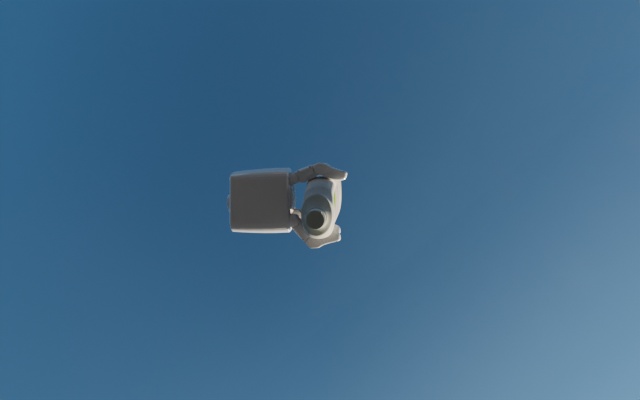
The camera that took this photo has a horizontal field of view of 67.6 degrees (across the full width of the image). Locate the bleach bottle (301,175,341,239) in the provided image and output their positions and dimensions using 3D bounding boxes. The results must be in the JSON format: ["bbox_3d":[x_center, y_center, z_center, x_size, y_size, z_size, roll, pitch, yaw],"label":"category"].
[{"bbox_3d":[0.000,0.003,0.834,0.068,0.102,0.251,-2,8,4],"label":"bleach bottle"}]
